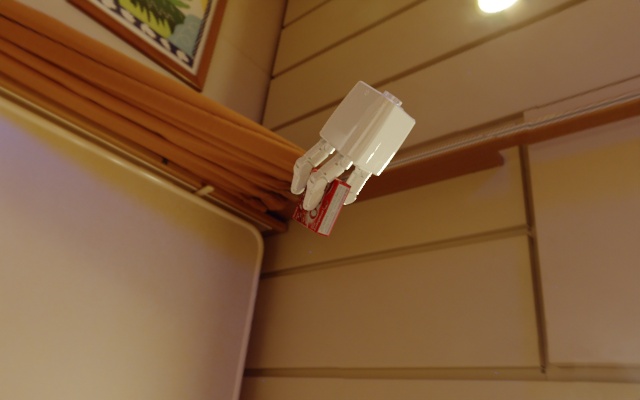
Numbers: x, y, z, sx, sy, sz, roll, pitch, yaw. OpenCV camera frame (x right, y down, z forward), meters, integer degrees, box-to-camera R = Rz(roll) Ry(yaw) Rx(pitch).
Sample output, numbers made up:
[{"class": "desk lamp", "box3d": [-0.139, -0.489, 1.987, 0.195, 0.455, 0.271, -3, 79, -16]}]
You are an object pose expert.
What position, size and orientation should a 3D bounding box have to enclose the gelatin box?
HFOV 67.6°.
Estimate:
[{"class": "gelatin box", "box3d": [0.000, 0.003, 0.750, 0.030, 0.089, 0.073, 21, 5, -39]}]
